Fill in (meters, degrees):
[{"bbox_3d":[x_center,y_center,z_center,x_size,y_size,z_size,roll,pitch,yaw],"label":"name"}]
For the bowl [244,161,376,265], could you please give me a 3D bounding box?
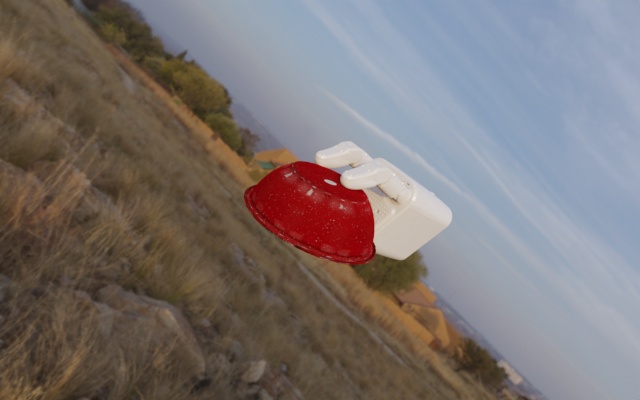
[{"bbox_3d":[-0.001,0.001,0.526,0.162,0.055,0.162,23,19,-9],"label":"bowl"}]
